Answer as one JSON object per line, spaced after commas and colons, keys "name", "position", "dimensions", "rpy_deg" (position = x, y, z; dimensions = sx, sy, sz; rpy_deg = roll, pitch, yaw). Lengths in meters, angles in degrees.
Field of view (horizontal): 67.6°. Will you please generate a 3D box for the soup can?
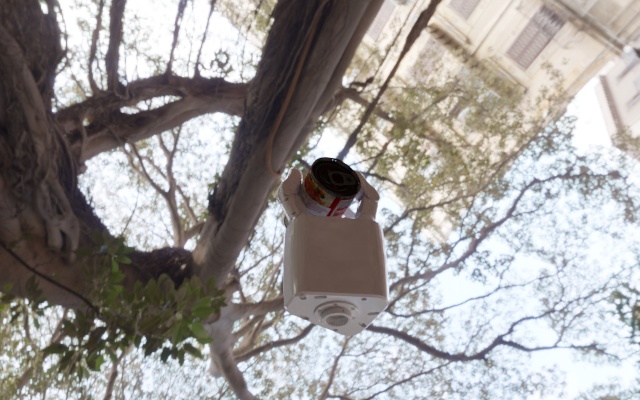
{"name": "soup can", "position": [0.000, 0.002, 0.625], "dimensions": [0.068, 0.068, 0.102], "rpy_deg": [0, -40, -31]}
